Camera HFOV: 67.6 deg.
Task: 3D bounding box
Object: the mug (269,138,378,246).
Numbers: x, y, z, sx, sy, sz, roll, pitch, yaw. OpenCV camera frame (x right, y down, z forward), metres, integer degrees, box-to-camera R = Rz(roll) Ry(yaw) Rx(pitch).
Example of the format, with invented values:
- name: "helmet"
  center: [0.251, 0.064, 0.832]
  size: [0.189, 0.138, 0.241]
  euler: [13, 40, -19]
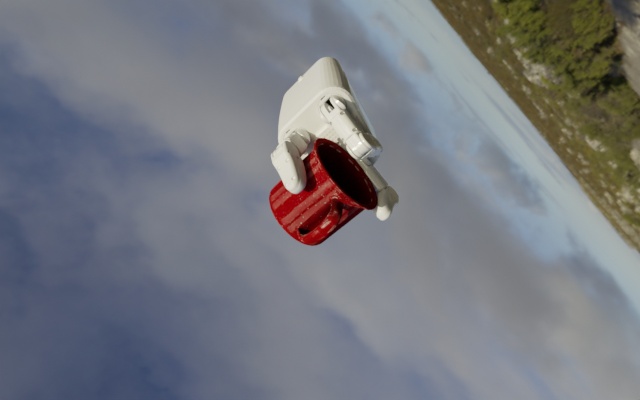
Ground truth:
- name: "mug"
  center: [0.000, 0.003, 0.498]
  size: [0.093, 0.081, 0.117]
  euler: [38, 27, -24]
